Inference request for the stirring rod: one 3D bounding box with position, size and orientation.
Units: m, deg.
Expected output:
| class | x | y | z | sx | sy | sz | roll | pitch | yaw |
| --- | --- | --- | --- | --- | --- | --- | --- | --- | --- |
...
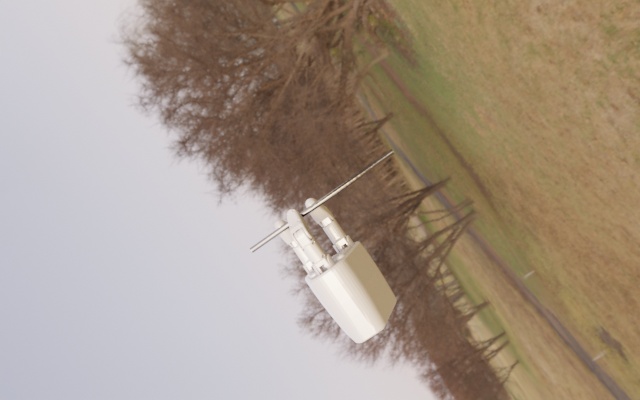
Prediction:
| class | x | y | z | sx | sy | sz | roll | pitch | yaw |
| --- | --- | --- | --- | --- | --- | --- | --- | --- | --- |
| stirring rod | 0.000 | 0.002 | 0.660 | 0.239 | 0.011 | 0.011 | -35 | -5 | 7 |
